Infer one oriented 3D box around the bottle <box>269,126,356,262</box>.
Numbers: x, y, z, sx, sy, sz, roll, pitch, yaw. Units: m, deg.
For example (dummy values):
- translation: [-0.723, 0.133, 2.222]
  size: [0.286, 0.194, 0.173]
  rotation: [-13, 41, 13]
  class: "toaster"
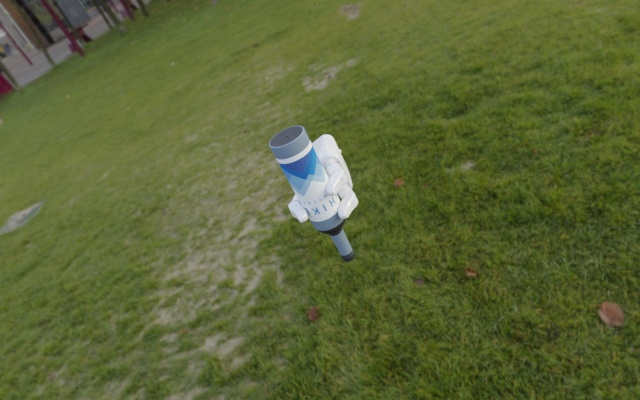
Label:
- translation: [0.000, 0.003, 0.887]
  size: [0.069, 0.296, 0.069]
  rotation: [-20, 32, 13]
  class: "bottle"
